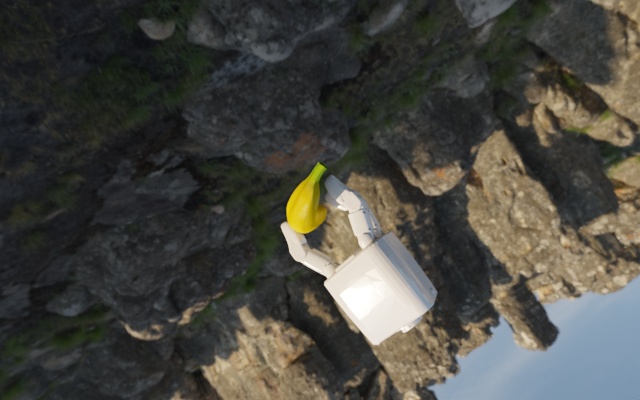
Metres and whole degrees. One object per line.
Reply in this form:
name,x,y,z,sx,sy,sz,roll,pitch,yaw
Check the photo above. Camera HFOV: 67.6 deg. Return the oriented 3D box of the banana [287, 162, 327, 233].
banana,-0.014,0.013,0.628,0.069,0.037,0.198,-41,-11,-11
